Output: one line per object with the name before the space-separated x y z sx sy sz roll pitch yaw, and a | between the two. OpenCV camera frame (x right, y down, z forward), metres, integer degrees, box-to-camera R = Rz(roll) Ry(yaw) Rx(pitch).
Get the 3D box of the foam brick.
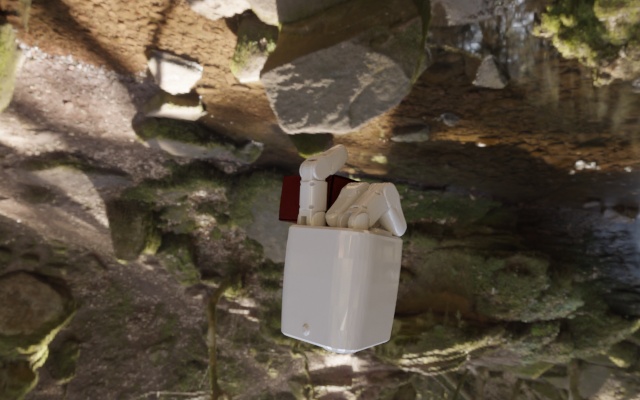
foam brick | 0.000 0.002 0.516 0.053 0.051 0.078 12 -8 -44
